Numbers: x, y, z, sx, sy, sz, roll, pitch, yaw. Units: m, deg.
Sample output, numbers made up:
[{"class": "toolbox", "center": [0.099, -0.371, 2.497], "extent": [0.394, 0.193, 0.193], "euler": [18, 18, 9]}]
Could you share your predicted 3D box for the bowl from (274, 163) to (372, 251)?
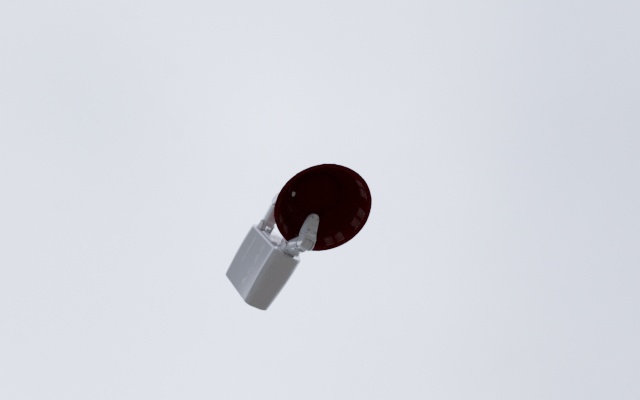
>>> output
[{"class": "bowl", "center": [0.001, 0.002, 0.788], "extent": [0.162, 0.162, 0.055], "euler": [0, 29, -14]}]
